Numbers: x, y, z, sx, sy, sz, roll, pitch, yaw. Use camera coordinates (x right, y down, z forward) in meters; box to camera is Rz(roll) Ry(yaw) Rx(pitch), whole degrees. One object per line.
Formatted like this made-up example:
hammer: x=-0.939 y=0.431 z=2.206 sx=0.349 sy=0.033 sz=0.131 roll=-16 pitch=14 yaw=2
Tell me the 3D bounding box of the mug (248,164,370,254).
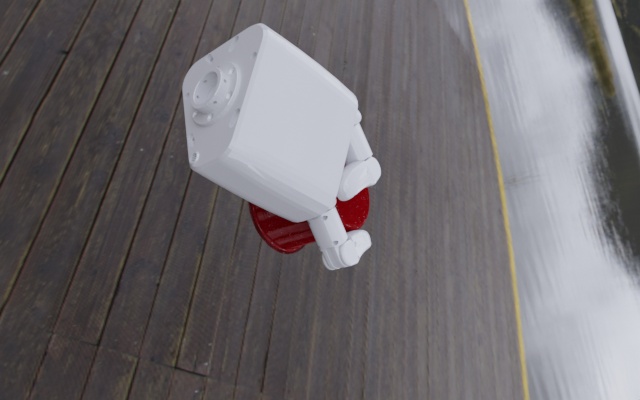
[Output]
mug: x=0.001 y=0.002 z=0.462 sx=0.081 sy=0.093 sz=0.117 roll=-18 pitch=-29 yaw=35
